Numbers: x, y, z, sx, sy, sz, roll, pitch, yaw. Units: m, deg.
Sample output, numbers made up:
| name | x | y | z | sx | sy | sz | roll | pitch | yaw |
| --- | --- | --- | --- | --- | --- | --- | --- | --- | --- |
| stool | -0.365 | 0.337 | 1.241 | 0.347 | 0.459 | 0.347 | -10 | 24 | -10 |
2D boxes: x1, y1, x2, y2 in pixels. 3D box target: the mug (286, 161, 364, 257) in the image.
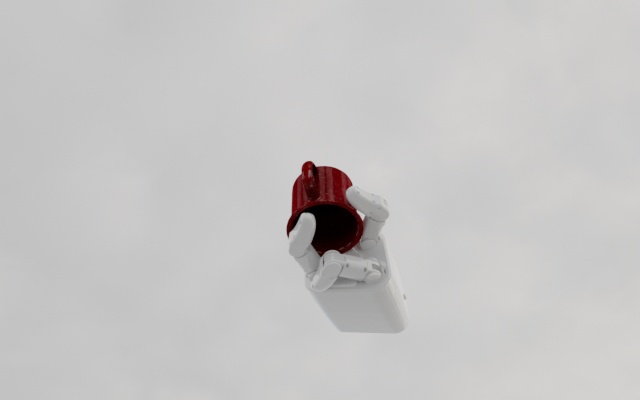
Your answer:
| name | x | y | z | sx | sy | sz | roll | pitch | yaw |
| --- | --- | --- | --- | --- | --- | --- | --- | --- | --- |
| mug | 0.000 | 0.001 | 0.593 | 0.093 | 0.117 | 0.081 | -17 | 39 | 12 |
